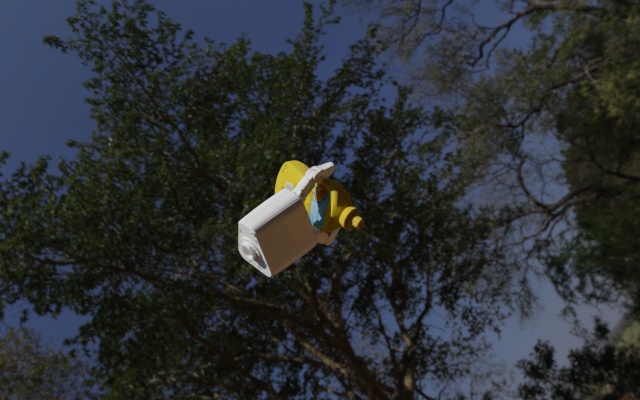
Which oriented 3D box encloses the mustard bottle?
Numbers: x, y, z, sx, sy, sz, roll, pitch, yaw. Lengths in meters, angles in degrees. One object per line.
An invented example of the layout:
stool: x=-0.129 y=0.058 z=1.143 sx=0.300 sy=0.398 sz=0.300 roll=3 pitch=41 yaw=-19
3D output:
mustard bottle: x=0.000 y=0.003 z=0.875 sx=0.191 sy=0.096 sz=0.058 roll=29 pitch=27 yaw=35
